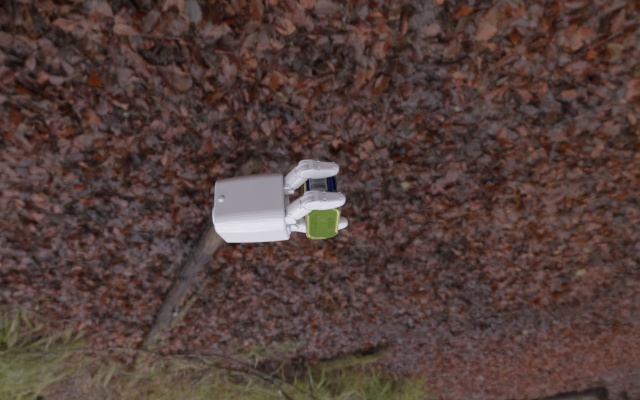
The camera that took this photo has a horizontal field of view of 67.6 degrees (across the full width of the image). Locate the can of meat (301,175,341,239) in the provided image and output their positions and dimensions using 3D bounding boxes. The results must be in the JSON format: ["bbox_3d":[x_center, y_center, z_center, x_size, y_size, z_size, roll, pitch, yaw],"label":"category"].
[{"bbox_3d":[0.000,0.003,0.760,0.057,0.084,0.102,-3,-33,-3],"label":"can of meat"}]
